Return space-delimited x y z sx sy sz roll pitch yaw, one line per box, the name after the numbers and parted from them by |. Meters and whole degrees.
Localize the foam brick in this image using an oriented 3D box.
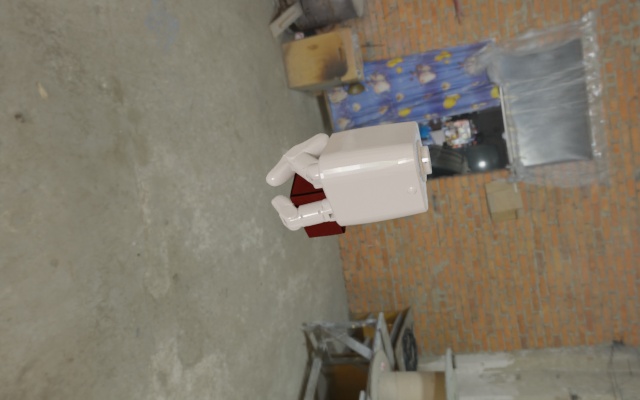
0.000 0.002 0.612 0.051 0.078 0.053 -9 42 16 | foam brick
